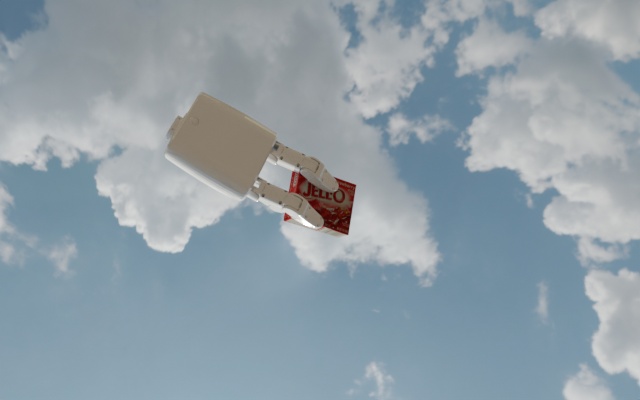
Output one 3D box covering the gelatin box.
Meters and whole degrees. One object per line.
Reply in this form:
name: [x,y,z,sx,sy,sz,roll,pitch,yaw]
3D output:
gelatin box: [0.000,0.002,0.633,0.089,0.073,0.030,19,-21,-25]
